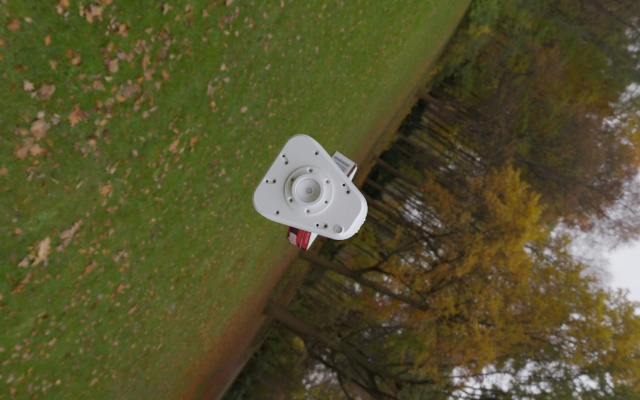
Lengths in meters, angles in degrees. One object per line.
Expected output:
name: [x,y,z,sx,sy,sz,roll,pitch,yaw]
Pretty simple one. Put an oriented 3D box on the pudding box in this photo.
pudding box: [0.000,0.002,0.643,0.039,0.113,0.090,34,-28,8]
